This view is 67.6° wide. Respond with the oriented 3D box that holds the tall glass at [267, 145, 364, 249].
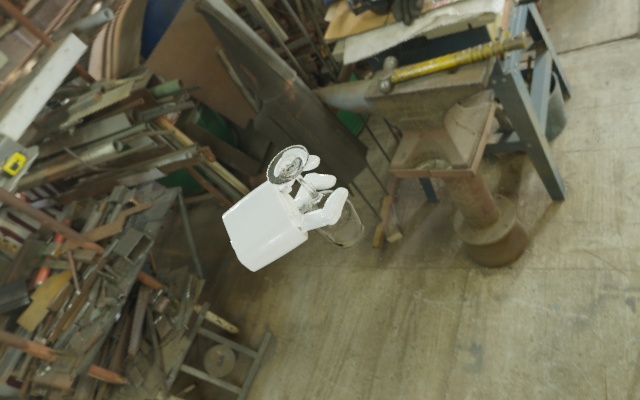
[{"bbox_3d":[0.000,0.002,0.775,0.079,0.079,0.201,0,-34,38],"label":"tall glass"}]
